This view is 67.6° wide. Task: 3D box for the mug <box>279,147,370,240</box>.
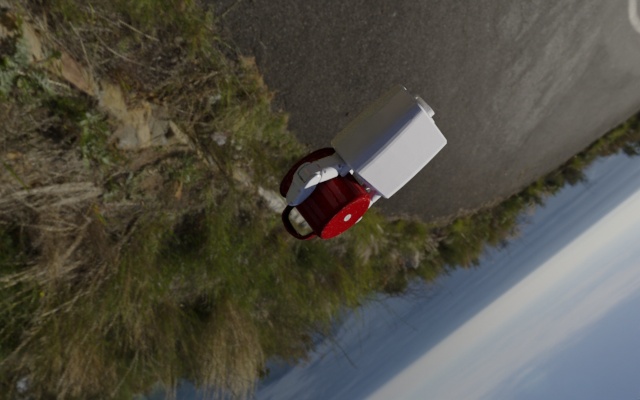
[{"bbox_3d":[-0.001,0.003,0.604,0.117,0.081,0.093,-43,-22,12],"label":"mug"}]
